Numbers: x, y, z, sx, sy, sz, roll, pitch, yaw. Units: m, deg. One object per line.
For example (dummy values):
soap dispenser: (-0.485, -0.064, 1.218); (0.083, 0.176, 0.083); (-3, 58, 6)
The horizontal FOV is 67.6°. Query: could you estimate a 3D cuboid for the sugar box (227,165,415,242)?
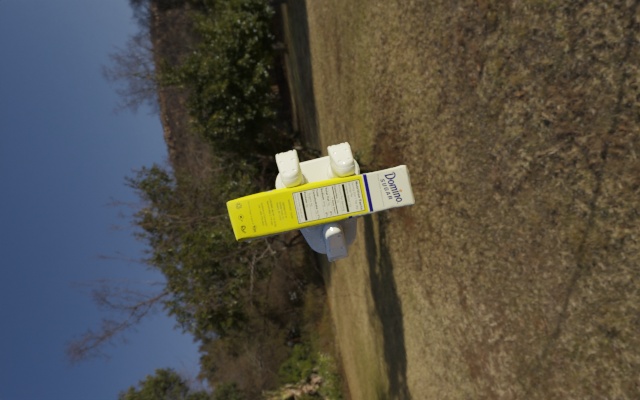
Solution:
sugar box: (0.000, 0.001, 0.495); (0.176, 0.048, 0.093); (-14, 2, -1)
